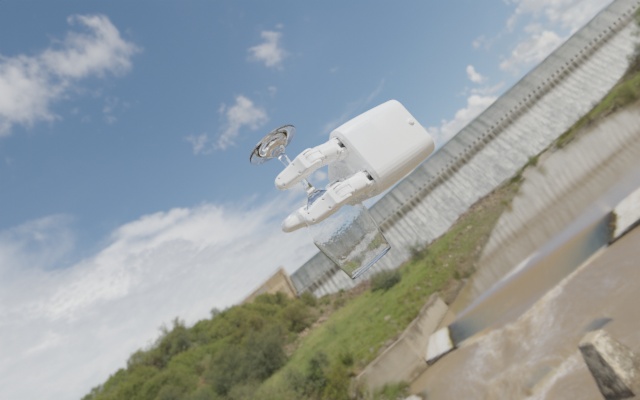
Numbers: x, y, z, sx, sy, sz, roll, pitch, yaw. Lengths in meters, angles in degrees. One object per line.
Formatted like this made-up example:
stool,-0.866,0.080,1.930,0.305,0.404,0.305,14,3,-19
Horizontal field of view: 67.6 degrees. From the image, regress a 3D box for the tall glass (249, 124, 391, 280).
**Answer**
tall glass,0.000,0.002,0.598,0.079,0.201,0.079,-37,-13,-10
